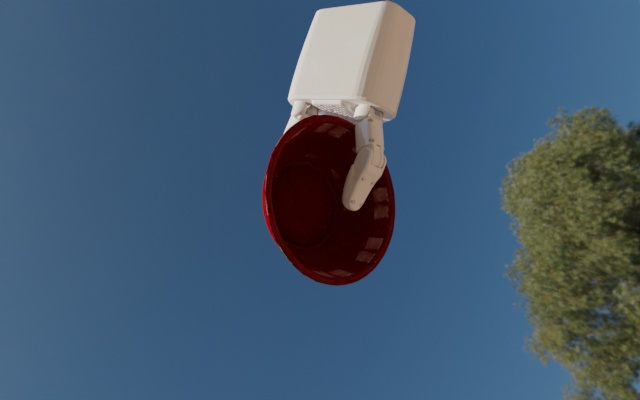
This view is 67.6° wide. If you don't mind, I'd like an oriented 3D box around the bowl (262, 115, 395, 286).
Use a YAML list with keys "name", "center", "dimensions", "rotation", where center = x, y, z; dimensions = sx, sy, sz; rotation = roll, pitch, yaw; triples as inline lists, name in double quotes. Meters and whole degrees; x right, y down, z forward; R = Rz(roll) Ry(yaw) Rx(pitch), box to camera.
- name: "bowl"
  center: [-0.001, 0.003, 0.467]
  dimensions: [0.162, 0.162, 0.055]
  rotation: [0, -7, -40]
